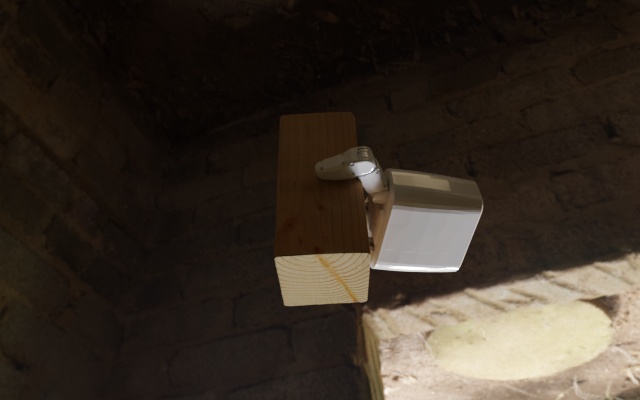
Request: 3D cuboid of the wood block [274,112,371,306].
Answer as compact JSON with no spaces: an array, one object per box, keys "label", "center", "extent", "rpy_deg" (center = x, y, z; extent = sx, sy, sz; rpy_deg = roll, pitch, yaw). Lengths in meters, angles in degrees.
[{"label":"wood block","center":[0.000,0.002,0.532],"extent":[0.090,0.206,0.091],"rpy_deg":[-3,-42,0]}]
